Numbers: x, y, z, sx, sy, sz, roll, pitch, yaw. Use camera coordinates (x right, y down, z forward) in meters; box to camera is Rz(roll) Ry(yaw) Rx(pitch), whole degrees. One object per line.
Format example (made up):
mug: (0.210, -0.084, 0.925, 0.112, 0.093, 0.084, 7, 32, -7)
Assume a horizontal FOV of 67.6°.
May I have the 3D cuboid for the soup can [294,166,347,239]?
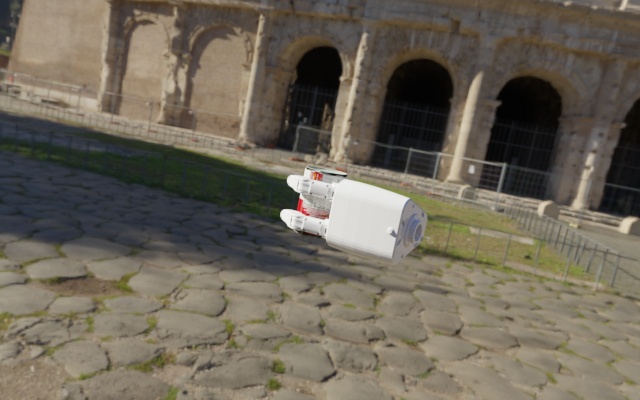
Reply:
soup can: (0.000, 0.002, 0.745, 0.068, 0.102, 0.068, 11, 8, -2)
